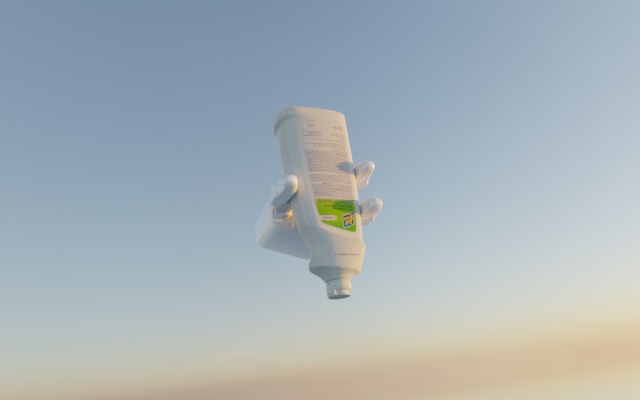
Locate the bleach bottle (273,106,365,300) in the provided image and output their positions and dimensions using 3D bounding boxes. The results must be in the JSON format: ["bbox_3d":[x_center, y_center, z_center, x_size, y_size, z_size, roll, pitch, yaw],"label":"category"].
[{"bbox_3d":[0.000,0.002,0.624,0.102,0.250,0.068,2,-23,-22],"label":"bleach bottle"}]
